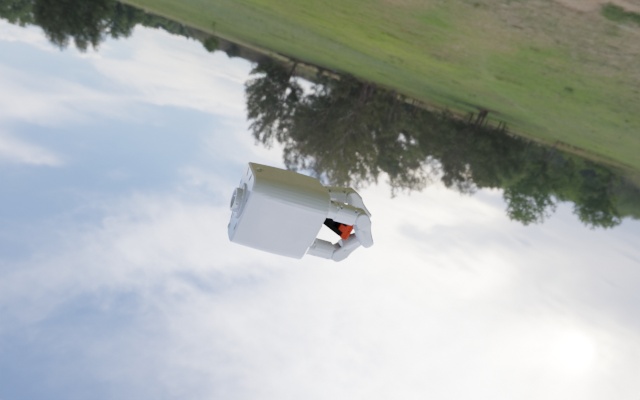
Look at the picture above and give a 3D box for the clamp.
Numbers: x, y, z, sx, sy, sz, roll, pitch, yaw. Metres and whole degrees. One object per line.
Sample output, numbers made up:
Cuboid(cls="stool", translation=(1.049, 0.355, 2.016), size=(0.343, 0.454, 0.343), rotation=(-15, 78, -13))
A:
Cuboid(cls="clamp", translation=(0.000, 0.003, 0.738), size=(0.120, 0.039, 0.171), rotation=(17, 16, -21))
